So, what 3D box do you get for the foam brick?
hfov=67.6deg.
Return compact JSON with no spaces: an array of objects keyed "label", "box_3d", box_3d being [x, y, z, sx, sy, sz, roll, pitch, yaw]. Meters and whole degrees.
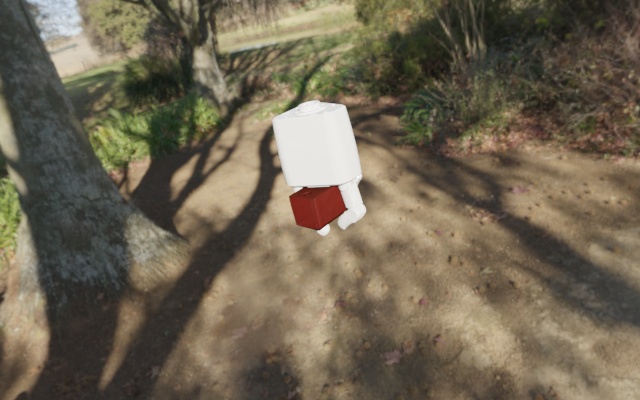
[{"label":"foam brick","box_3d":[0.000,0.003,0.723,0.053,0.051,0.078,8,31,43]}]
